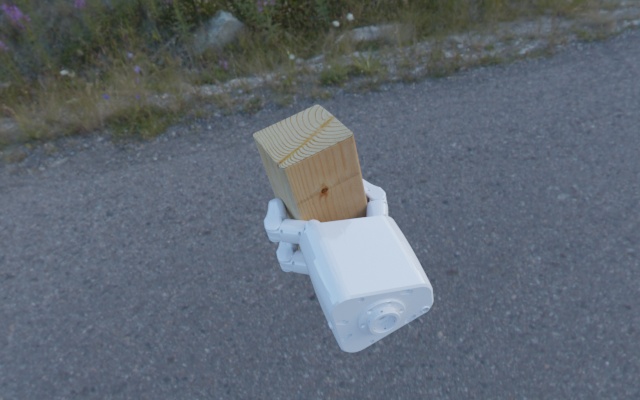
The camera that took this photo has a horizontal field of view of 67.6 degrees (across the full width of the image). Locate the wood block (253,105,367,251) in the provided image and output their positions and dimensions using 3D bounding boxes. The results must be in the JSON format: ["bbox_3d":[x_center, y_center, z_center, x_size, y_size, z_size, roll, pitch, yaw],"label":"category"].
[{"bbox_3d":[0.001,0.002,0.594,0.091,0.206,0.090,-27,42,-13],"label":"wood block"}]
